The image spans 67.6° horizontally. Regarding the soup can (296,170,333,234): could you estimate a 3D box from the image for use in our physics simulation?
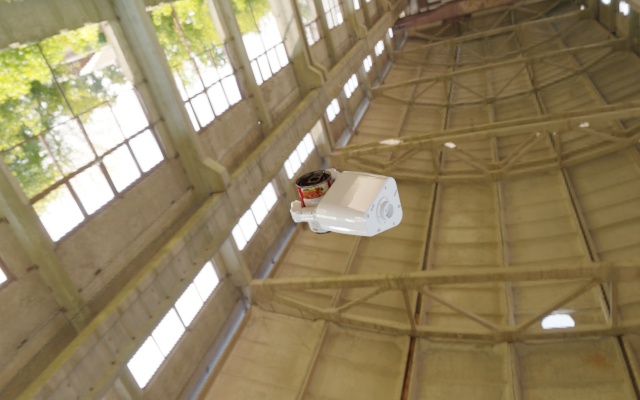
[{"bbox_3d":[0.000,0.003,0.898,0.068,0.102,0.068,-14,25,7],"label":"soup can"}]
